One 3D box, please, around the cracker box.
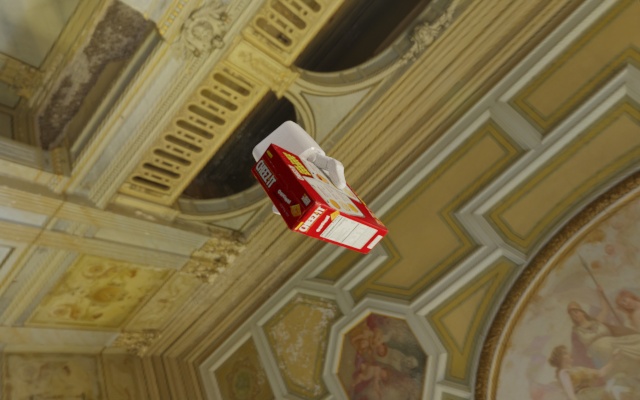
[{"bbox_3d":[0.000,0.003,0.845,0.214,0.072,0.164,22,23,-48],"label":"cracker box"}]
